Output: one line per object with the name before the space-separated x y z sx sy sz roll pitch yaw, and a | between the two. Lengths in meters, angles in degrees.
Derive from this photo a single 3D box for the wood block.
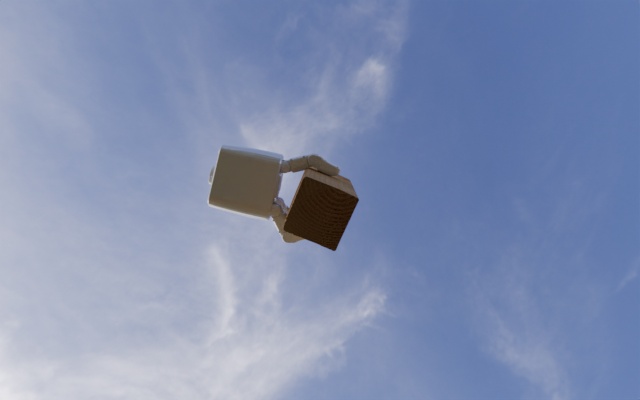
wood block | 0.000 0.002 0.804 0.090 0.091 0.206 23 10 -4
